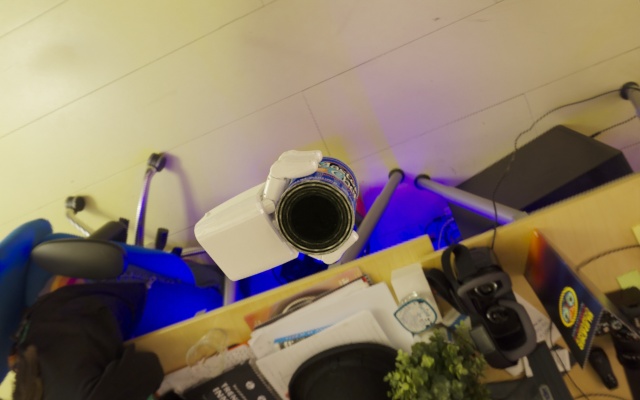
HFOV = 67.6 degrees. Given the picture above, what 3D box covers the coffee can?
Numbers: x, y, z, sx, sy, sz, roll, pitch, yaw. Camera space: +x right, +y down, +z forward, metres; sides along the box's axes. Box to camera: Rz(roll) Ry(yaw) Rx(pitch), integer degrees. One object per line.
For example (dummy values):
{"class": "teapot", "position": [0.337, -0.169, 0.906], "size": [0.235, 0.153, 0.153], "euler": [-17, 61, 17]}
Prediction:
{"class": "coffee can", "position": [0.000, 0.002, 0.671], "size": [0.103, 0.103, 0.140], "euler": [0, 18, 7]}
